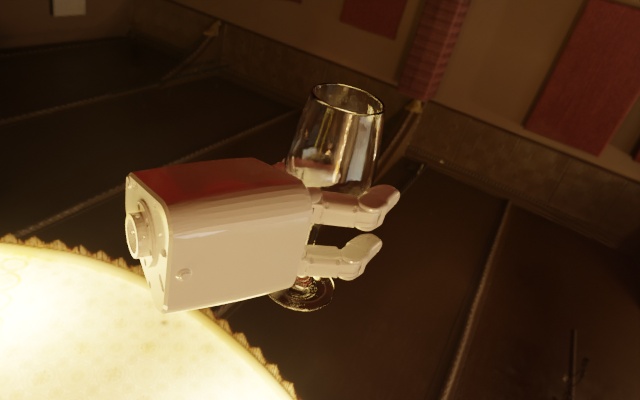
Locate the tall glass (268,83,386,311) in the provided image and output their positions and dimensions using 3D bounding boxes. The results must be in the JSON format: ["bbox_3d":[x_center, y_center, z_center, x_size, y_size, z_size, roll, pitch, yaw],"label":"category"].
[{"bbox_3d":[0.000,0.002,0.428,0.079,0.201,0.079,11,31,-7],"label":"tall glass"}]
